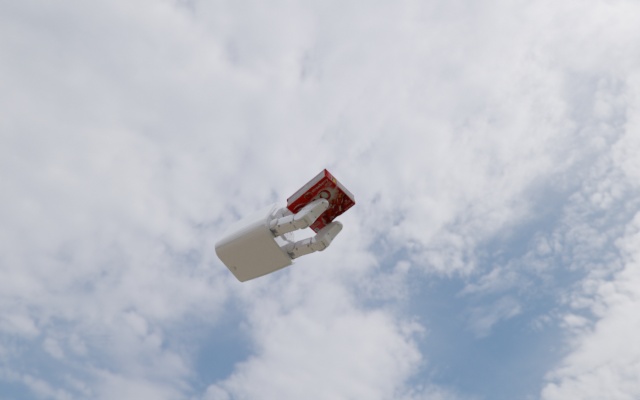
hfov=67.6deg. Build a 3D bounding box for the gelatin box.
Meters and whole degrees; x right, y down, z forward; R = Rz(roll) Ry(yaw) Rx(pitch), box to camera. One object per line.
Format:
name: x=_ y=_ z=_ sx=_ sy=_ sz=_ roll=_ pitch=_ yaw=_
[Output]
gelatin box: x=0.000 y=0.002 z=0.775 sx=0.089 sy=0.073 sz=0.030 roll=-38 pitch=26 yaw=19
